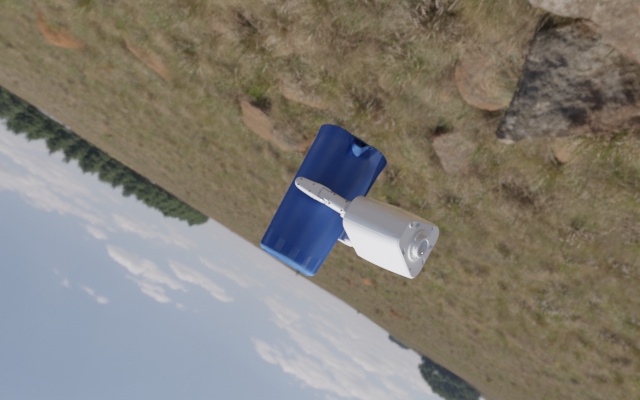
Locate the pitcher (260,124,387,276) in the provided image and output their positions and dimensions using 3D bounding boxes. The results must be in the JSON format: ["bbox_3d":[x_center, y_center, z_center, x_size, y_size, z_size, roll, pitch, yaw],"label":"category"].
[{"bbox_3d":[0.000,0.003,0.831,0.145,0.243,0.149,23,-11,39],"label":"pitcher"}]
